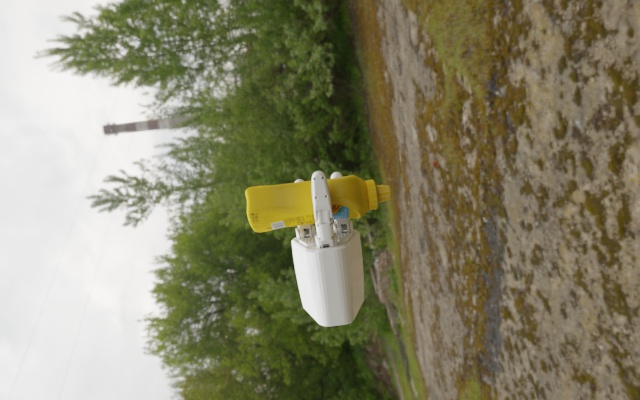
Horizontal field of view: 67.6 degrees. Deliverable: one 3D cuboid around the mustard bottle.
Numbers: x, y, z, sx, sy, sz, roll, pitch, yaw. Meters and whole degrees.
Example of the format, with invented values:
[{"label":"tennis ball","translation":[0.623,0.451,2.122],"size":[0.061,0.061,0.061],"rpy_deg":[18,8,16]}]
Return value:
[{"label":"mustard bottle","translation":[0.000,0.002,0.647],"size":[0.191,0.058,0.096],"rpy_deg":[-7,-18,0]}]
